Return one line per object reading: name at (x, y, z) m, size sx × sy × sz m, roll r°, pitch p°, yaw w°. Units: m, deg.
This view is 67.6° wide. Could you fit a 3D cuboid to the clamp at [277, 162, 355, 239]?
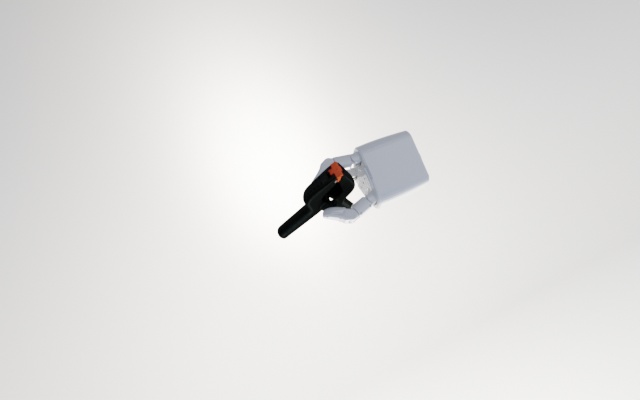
clamp at (0.001, 0.003, 0.838) m, size 0.164 × 0.036 × 0.210 m, roll -21°, pitch -22°, yaw -13°
